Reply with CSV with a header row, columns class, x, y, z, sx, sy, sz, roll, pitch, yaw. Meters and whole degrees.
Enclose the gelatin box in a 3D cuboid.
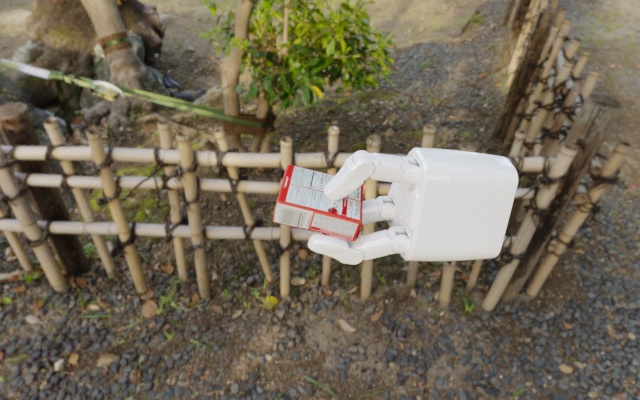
class,x,y,z,sx,sy,sz,roll,pitch,yaw
gelatin box,0.000,0.001,0.502,0.089,0.030,0.073,14,36,-4
